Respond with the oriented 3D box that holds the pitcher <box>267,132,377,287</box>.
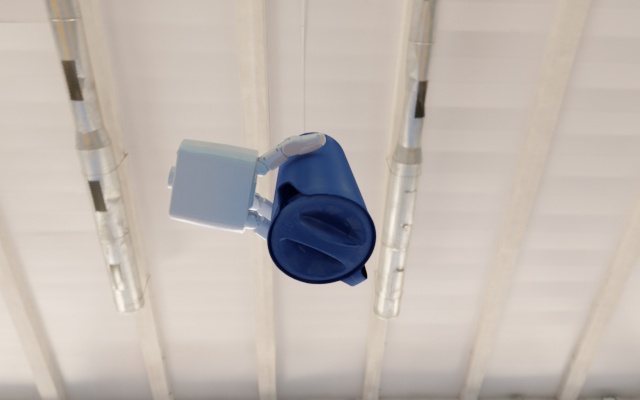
[{"bbox_3d":[0.000,0.002,0.680,0.145,0.149,0.242,8,28,-8],"label":"pitcher"}]
